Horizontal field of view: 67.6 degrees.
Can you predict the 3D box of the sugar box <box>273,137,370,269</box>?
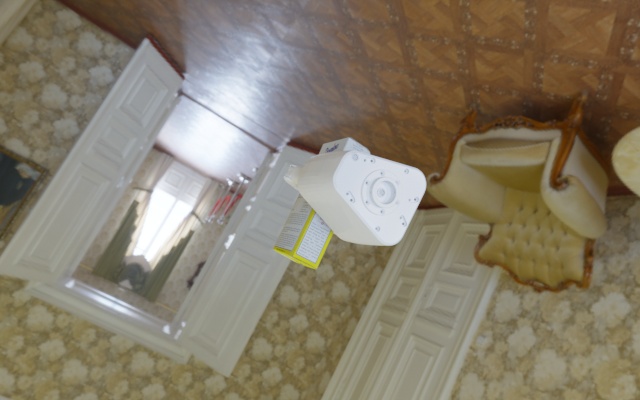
[{"bbox_3d":[0.001,0.003,0.660,0.048,0.176,0.093,32,-11,-20],"label":"sugar box"}]
